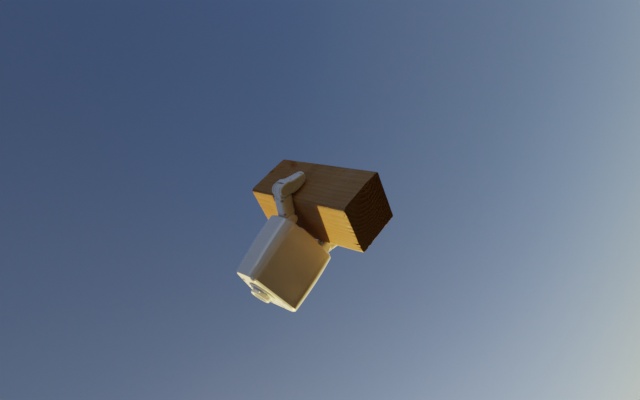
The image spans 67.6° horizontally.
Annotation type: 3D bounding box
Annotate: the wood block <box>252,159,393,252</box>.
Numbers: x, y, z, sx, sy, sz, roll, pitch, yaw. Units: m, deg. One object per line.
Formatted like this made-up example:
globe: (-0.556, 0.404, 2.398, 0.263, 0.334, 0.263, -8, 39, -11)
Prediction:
wood block: (0.000, 0.003, 0.773, 0.206, 0.091, 0.090, 12, 48, 42)
